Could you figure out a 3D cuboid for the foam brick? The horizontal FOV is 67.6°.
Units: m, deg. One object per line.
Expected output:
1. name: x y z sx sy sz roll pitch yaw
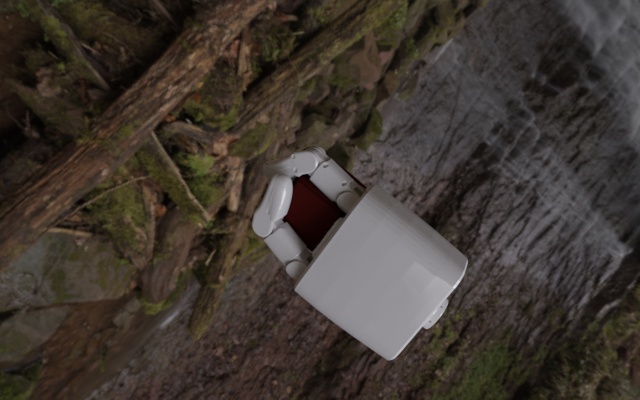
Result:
1. foam brick: 0.000 0.001 0.456 0.051 0.053 0.078 38 30 7
